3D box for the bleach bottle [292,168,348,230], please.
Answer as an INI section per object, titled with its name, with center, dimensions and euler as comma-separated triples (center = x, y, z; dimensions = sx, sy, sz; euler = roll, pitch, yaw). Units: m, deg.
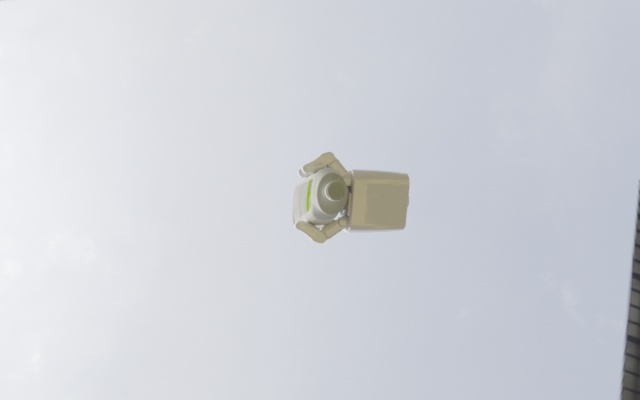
[bleach bottle]
center = 0.000, 0.003, 0.830
dimensions = 0.068, 0.102, 0.251
euler = 1, -4, -11
